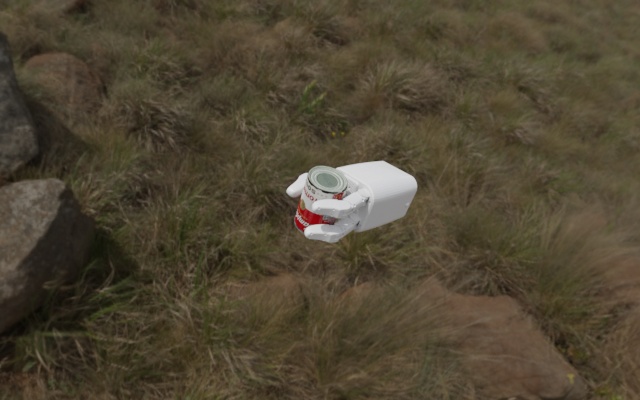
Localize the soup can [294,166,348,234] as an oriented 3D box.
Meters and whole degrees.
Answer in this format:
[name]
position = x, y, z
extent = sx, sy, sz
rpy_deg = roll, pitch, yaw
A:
[soup can]
position = 0.000, 0.002, 0.786
extent = 0.068, 0.102, 0.068
rpy_deg = 11, 40, -9
